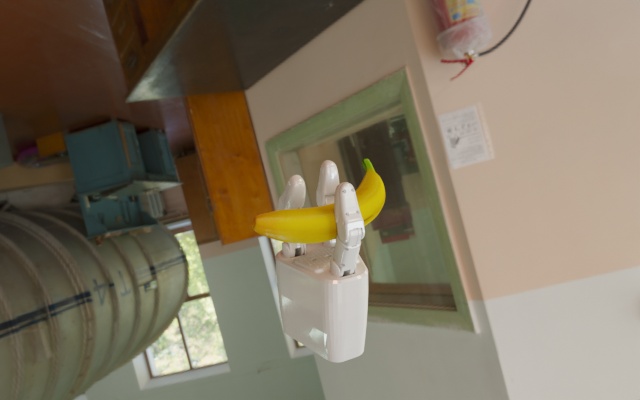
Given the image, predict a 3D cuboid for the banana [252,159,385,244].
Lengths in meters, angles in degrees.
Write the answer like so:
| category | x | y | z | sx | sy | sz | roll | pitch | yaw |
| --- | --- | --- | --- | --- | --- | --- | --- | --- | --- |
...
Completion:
| category | x | y | z | sx | sy | sz | roll | pitch | yaw |
| --- | --- | --- | --- | --- | --- | --- | --- | --- | --- |
| banana | 0.016 | 0.010 | 0.525 | 0.069 | 0.037 | 0.197 | 35 | 40 | 25 |
